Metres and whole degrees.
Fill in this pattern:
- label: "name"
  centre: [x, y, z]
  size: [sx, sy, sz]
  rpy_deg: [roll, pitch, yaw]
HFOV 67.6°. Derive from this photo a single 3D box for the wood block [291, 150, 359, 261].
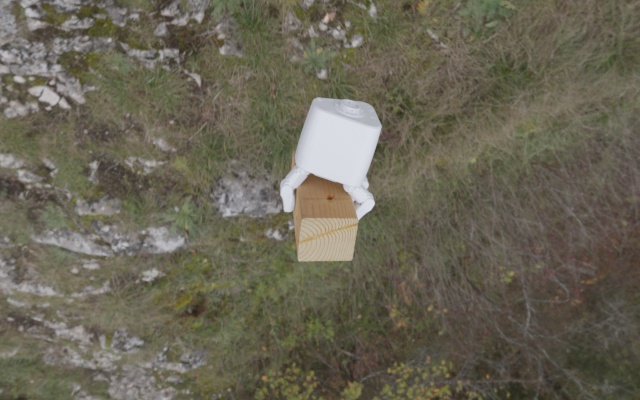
- label: "wood block"
  centre: [0.000, 0.002, 0.827]
  size: [0.091, 0.090, 0.206]
  rpy_deg: [1, 35, -8]
